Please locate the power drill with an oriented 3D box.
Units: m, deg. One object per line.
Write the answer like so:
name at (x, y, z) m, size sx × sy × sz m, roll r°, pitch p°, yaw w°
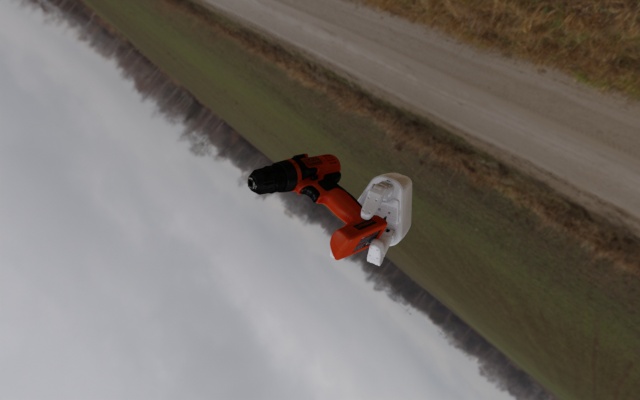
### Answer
power drill at (0.001, 0.003, 0.747) m, size 0.184 × 0.187 × 0.057 m, roll -17°, pitch -32°, yaw -41°
